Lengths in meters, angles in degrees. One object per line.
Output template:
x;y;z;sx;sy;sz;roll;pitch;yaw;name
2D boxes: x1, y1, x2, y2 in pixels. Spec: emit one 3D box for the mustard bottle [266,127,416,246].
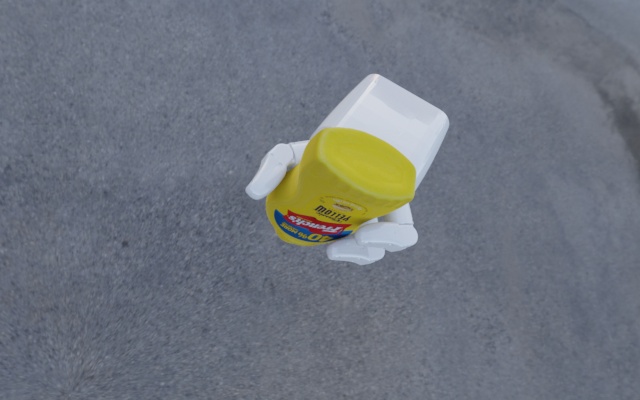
0.000;0.002;0.463;0.096;0.058;0.192;19;-28;-20;mustard bottle
